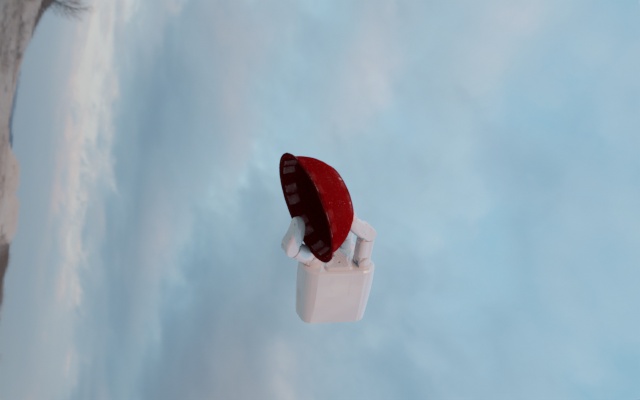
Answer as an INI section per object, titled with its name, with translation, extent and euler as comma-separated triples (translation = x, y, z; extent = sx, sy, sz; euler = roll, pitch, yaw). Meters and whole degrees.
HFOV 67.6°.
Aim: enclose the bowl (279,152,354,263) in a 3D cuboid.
[bowl]
translation = 0.000, 0.001, 0.664
extent = 0.055, 0.162, 0.162
euler = -22, 7, -19
